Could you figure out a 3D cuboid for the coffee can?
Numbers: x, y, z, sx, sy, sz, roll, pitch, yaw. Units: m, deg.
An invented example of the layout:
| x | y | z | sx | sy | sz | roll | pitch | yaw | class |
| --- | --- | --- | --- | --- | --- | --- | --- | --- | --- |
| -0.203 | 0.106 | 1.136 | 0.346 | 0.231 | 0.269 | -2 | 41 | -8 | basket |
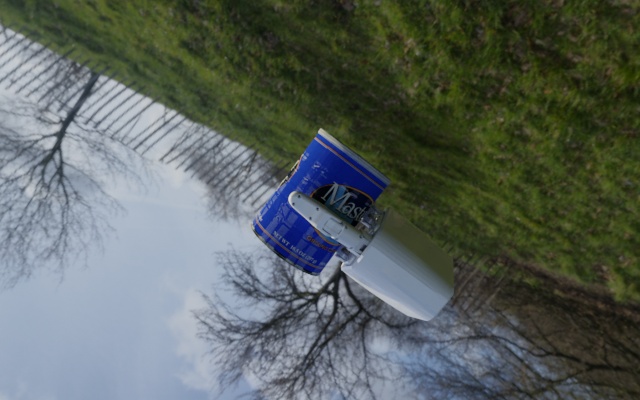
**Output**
| x | y | z | sx | sy | sz | roll | pitch | yaw | class |
| --- | --- | --- | --- | --- | --- | --- | --- | --- | --- |
| 0.000 | 0.002 | 0.561 | 0.103 | 0.140 | 0.103 | 37 | 6 | -4 | coffee can |
